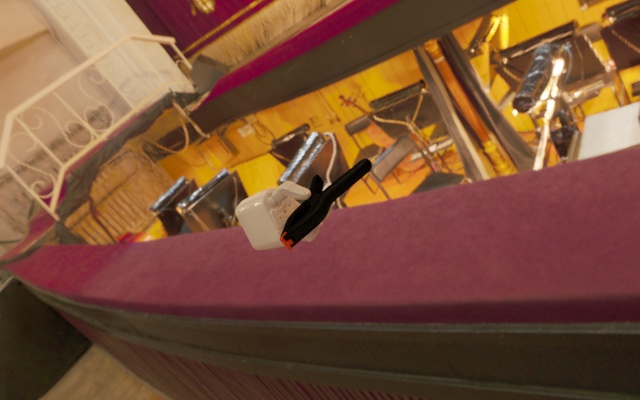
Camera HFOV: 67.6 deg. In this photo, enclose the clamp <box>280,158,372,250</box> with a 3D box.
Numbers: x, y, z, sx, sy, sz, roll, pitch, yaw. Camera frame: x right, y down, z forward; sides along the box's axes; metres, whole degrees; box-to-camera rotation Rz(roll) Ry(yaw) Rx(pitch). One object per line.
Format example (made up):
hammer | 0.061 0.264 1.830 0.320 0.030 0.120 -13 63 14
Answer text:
clamp | -0.001 0.003 0.864 0.164 0.036 0.210 -21 26 47
